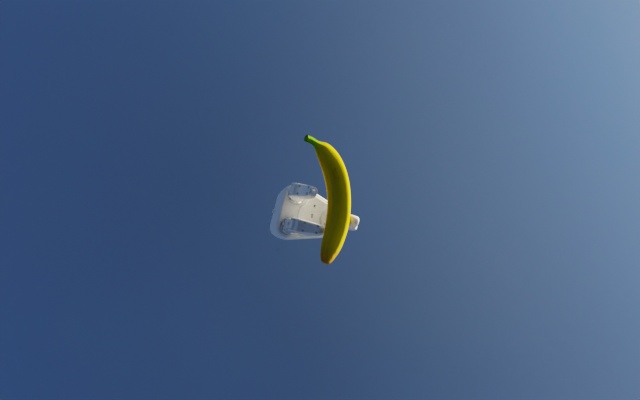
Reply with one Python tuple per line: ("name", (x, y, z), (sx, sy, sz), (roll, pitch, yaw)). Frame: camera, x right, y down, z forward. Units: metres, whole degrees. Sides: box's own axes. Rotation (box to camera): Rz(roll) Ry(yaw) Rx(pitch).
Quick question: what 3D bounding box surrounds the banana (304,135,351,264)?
("banana", (0.016, -0.004, 0.739), (0.069, 0.198, 0.037), (-10, 2, -24))
